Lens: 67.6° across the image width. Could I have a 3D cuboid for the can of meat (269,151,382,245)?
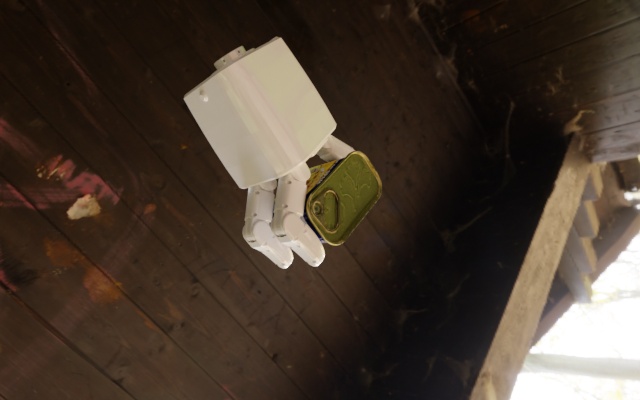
[{"bbox_3d":[0.000,0.002,0.491,0.084,0.057,0.102,-12,29,49],"label":"can of meat"}]
